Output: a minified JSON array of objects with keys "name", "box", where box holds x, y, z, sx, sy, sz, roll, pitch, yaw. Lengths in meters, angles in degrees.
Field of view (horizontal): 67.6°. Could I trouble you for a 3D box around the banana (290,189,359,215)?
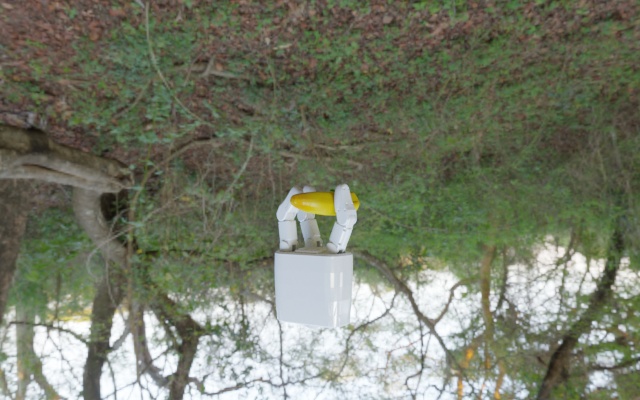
[{"name":"banana","box":[0.019,0.004,0.742,0.069,0.037,0.198,4,3,18]}]
